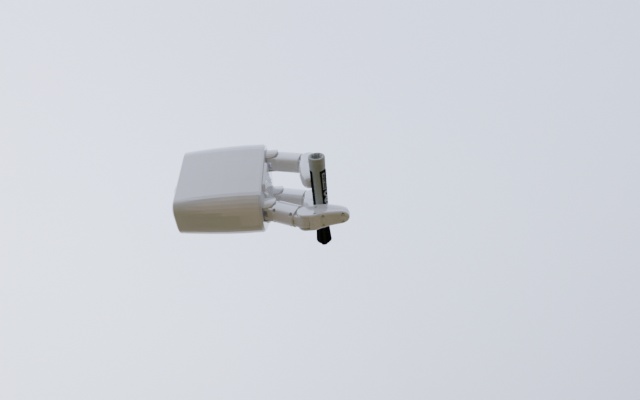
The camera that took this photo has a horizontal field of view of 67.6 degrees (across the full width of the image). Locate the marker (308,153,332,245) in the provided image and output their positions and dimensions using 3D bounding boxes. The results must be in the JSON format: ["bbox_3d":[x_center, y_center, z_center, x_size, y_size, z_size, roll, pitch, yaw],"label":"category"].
[{"bbox_3d":[0.000,0.002,0.557,0.020,0.121,0.020,-4,33,2],"label":"marker"}]
